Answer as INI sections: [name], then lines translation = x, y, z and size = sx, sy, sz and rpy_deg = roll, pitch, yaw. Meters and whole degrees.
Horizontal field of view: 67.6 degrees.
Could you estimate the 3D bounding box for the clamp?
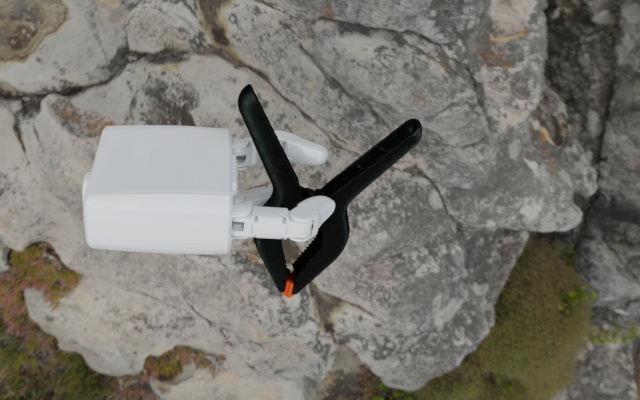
[clamp]
translation = 0.000, 0.002, 0.449
size = 0.164, 0.210, 0.036
rpy_deg = 3, 29, -12
